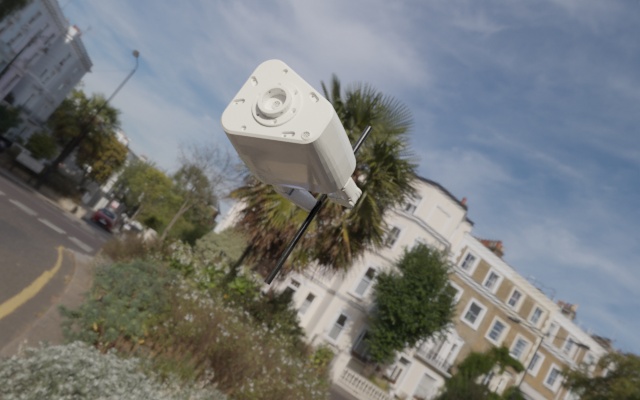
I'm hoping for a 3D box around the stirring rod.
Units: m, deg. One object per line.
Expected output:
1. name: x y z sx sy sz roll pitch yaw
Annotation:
1. stirring rod: 0.000 0.002 0.600 0.011 0.239 0.011 32 -13 8
